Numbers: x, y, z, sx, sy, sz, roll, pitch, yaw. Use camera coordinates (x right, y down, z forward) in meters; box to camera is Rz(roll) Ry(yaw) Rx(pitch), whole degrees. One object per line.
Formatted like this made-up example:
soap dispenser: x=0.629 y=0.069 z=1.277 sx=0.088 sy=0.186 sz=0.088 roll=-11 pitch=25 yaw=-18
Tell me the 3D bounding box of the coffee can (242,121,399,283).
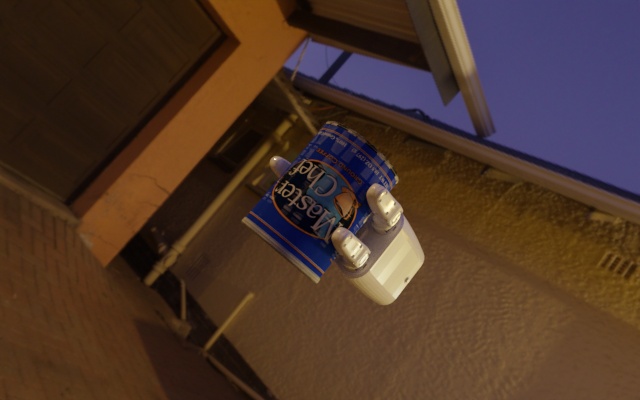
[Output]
coffee can: x=0.000 y=0.002 z=0.509 sx=0.103 sy=0.140 sz=0.103 roll=39 pitch=-8 yaw=7
